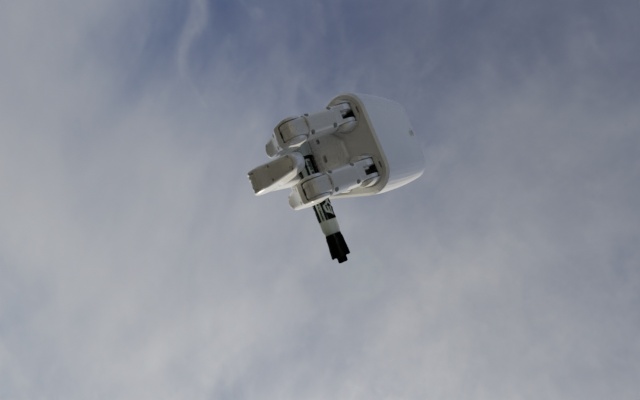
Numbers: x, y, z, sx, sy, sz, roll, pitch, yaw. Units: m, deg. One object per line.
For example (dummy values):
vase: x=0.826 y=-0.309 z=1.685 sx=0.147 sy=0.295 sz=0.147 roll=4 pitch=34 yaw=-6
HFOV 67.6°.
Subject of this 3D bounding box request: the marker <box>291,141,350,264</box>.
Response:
marker: x=0.000 y=0.001 z=0.451 sx=0.020 sy=0.121 sz=0.020 roll=-21 pitch=-5 yaw=-2
